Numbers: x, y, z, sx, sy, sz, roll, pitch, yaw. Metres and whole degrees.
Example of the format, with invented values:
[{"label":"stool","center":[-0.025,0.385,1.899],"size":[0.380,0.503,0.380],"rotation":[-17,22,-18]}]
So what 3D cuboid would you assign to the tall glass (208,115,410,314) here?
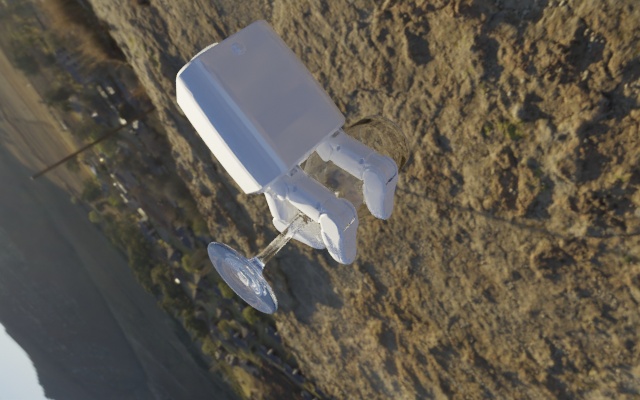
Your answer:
[{"label":"tall glass","center":[0.000,0.002,0.421],"size":[0.201,0.079,0.079],"rotation":[-43,25,-30]}]
